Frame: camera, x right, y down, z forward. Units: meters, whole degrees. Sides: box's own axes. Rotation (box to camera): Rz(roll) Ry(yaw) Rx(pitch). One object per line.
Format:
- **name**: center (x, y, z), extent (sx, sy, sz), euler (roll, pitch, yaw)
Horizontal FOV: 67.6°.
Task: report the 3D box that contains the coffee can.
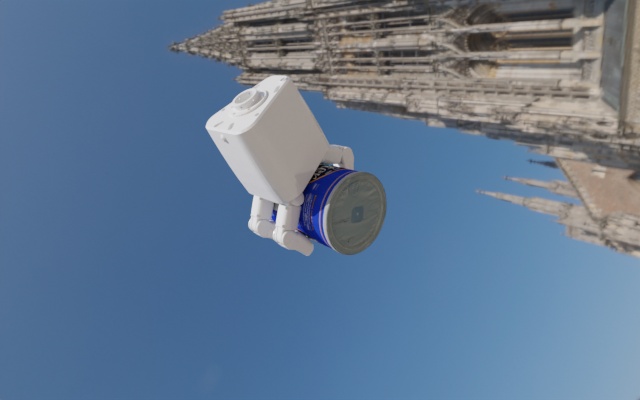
- **coffee can**: center (0.000, 0.002, 0.622), extent (0.103, 0.103, 0.140), euler (0, 12, -42)
